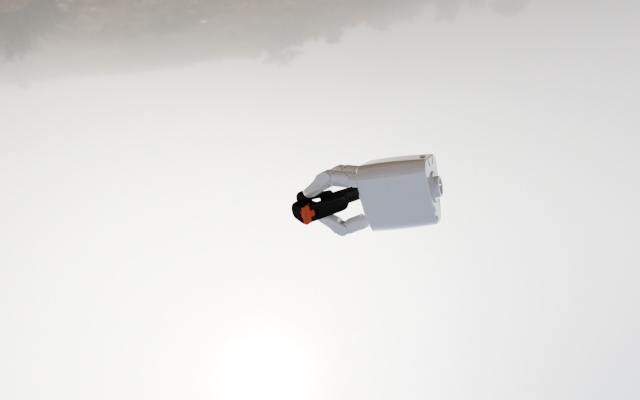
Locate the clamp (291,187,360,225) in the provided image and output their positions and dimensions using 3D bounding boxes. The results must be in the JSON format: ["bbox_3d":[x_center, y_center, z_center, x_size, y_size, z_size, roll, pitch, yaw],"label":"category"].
[{"bbox_3d":[0.000,0.004,0.805,0.164,0.036,0.210,-8,9,25],"label":"clamp"}]
